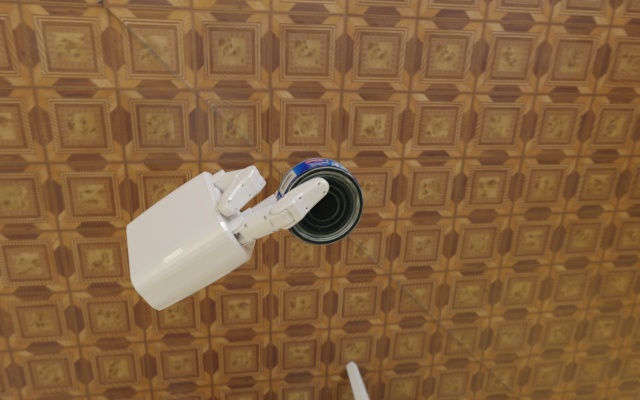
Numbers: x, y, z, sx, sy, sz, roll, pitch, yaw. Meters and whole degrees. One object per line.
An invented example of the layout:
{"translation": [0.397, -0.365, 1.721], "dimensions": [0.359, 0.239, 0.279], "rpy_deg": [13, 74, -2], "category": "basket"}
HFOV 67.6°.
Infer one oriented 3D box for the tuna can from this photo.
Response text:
{"translation": [0.000, 0.002, 0.486], "dimensions": [0.086, 0.086, 0.033], "rpy_deg": [0, 18, -14], "category": "tuna can"}
